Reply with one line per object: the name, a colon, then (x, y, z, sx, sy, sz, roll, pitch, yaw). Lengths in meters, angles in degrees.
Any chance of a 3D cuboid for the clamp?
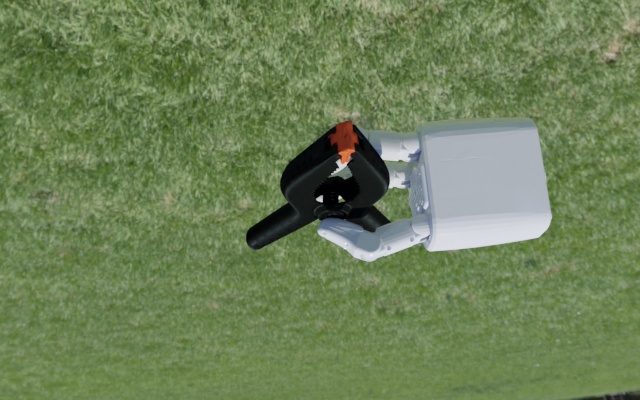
clamp: (0.000, 0.002, 0.442, 0.164, 0.036, 0.210, -5, -27, 0)
